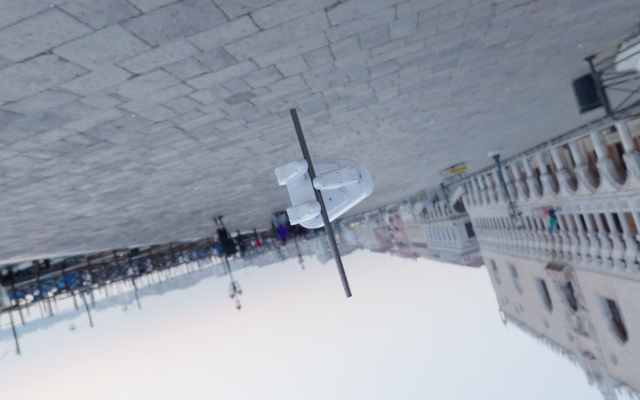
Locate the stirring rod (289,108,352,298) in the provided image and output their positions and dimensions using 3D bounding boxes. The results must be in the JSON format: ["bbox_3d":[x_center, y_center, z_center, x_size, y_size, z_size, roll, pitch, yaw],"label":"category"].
[{"bbox_3d":[0.000,0.002,0.585,0.011,0.239,0.011,-17,-4,-1],"label":"stirring rod"}]
